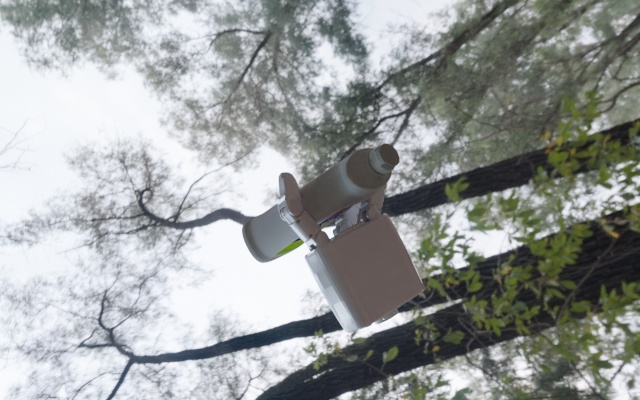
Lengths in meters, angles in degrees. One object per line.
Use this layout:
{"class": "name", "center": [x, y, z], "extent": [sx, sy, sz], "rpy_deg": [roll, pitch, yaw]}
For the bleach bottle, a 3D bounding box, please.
{"class": "bleach bottle", "center": [0.000, 0.002, 0.603], "extent": [0.102, 0.068, 0.251], "rpy_deg": [-22, -9, -42]}
